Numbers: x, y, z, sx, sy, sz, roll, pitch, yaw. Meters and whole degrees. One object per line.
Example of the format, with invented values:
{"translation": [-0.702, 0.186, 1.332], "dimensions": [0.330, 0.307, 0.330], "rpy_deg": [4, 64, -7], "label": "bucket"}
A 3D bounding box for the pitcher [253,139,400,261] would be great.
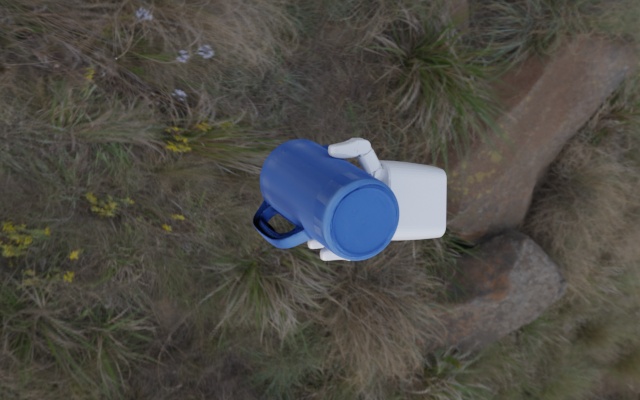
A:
{"translation": [0.000, 0.002, 0.687], "dimensions": [0.145, 0.149, 0.242], "rpy_deg": [3, 14, -24], "label": "pitcher"}
